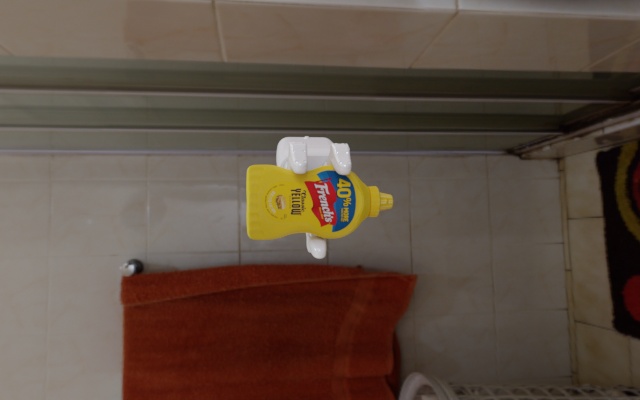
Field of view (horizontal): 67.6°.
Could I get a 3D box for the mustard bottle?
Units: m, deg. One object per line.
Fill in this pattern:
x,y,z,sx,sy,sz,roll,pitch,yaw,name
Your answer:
0.000,0.002,0.625,0.191,0.096,0.058,0,-2,-8,mustard bottle
